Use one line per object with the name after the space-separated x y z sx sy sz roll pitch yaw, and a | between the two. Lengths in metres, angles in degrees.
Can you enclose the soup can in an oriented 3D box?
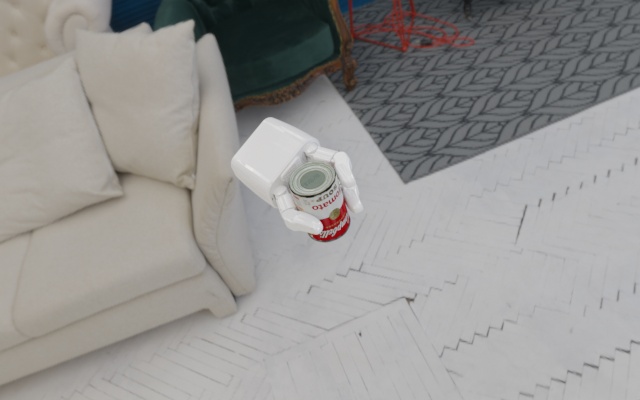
0.000 0.002 0.674 0.068 0.068 0.102 0 -41 18 | soup can
